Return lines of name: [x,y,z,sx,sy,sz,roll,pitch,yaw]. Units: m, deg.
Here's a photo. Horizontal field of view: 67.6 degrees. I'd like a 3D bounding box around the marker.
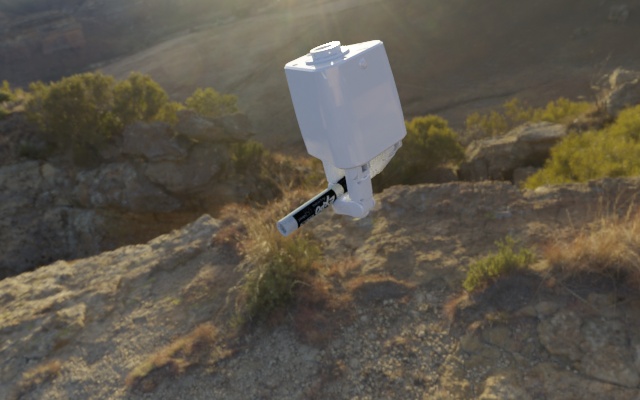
marker: [0.000,0.002,0.550,0.121,0.020,0.020,-35,20,-32]
